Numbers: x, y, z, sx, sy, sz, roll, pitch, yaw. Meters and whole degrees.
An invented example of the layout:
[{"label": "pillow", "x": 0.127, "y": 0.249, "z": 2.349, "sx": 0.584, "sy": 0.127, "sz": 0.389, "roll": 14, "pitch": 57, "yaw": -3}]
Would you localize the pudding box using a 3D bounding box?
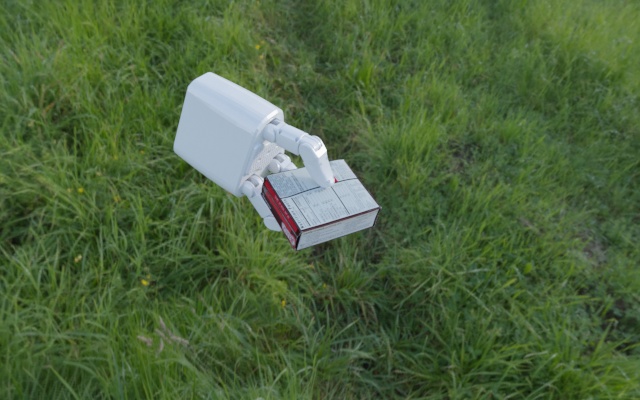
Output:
[{"label": "pudding box", "x": 0.000, "y": 0.002, "z": 0.553, "sx": 0.113, "sy": 0.090, "sz": 0.039, "roll": -16, "pitch": -35, "yaw": -27}]
